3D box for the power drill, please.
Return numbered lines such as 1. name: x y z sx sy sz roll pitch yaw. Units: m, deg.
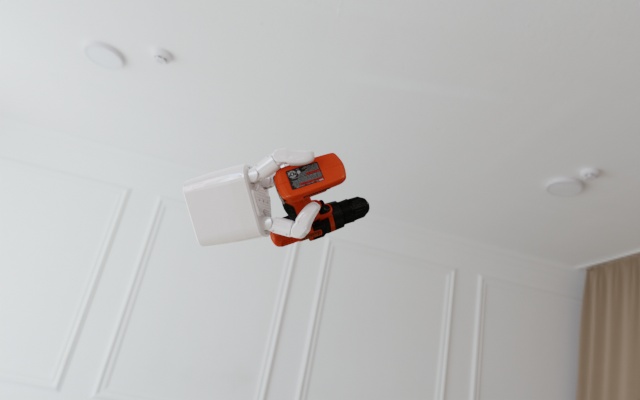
1. power drill: 0.000 0.002 0.779 0.184 0.057 0.188 -20 -29 -11
